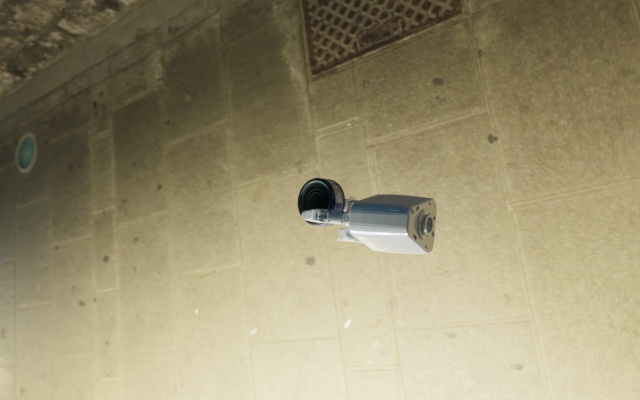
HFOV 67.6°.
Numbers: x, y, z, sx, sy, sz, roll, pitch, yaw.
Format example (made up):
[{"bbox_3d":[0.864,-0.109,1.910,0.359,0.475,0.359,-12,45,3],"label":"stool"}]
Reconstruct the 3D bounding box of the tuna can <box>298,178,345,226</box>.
[{"bbox_3d":[0.000,0.003,0.849,0.086,0.086,0.034,0,-4,39],"label":"tuna can"}]
